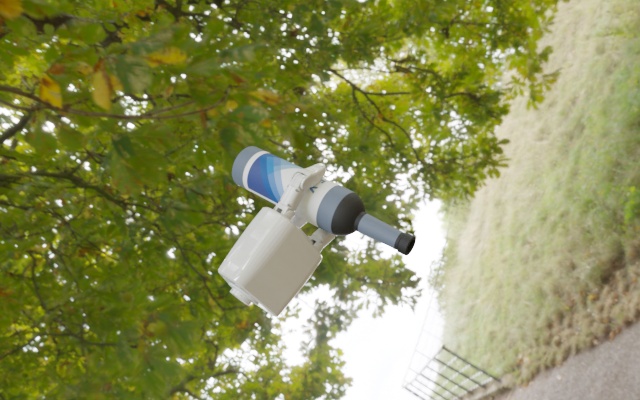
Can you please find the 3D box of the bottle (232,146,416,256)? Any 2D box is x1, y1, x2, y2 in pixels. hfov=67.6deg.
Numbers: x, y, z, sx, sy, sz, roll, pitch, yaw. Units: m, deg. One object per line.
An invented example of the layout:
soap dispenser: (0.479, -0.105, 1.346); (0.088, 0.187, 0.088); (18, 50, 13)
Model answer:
bottle: (0.000, 0.002, 0.680); (0.295, 0.069, 0.069); (26, 13, 29)
